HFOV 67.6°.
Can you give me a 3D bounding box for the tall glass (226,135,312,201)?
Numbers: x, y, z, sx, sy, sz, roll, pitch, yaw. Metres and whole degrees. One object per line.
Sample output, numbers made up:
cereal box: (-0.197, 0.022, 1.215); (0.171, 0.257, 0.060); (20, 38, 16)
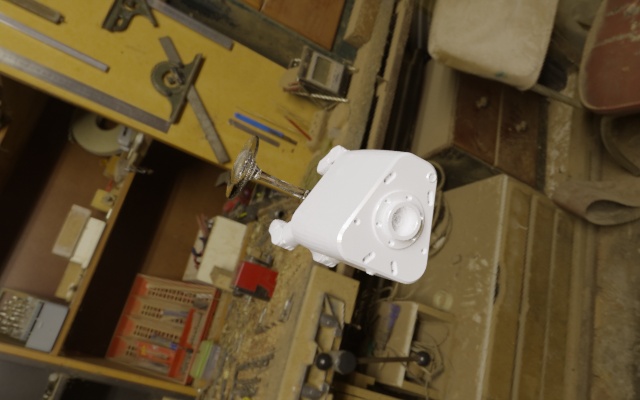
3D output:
tall glass: (-0.001, 0.001, 0.543); (0.201, 0.079, 0.079); (24, -10, -23)
